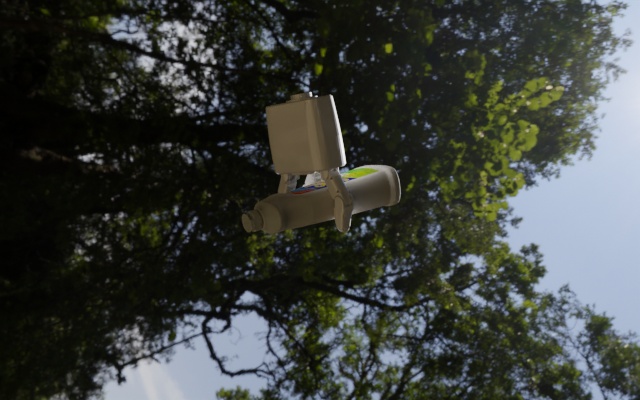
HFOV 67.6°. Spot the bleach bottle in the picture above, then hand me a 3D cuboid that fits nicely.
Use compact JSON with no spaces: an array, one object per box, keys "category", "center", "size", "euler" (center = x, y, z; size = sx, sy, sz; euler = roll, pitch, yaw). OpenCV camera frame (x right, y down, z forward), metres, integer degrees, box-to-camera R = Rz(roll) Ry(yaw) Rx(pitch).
[{"category":"bleach bottle","center":[0.000,0.002,0.742],"size":[0.251,0.068,0.102],"euler":[-17,15,-33]}]
